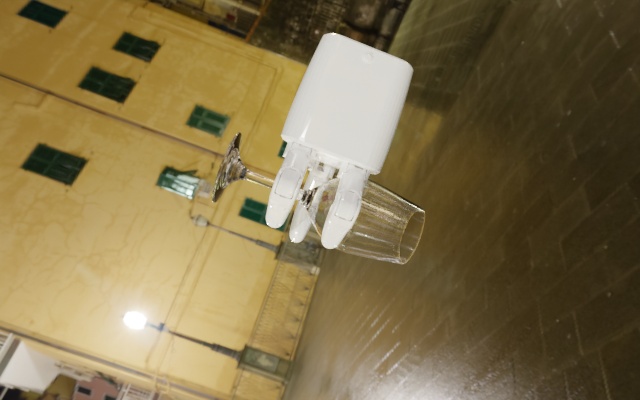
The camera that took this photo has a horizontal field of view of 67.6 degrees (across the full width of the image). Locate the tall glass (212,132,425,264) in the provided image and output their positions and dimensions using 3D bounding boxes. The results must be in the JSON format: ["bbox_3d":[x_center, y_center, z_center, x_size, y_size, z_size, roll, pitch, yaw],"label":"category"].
[{"bbox_3d":[-0.001,0.001,0.479,0.201,0.079,0.079,21,-1,-4],"label":"tall glass"}]
